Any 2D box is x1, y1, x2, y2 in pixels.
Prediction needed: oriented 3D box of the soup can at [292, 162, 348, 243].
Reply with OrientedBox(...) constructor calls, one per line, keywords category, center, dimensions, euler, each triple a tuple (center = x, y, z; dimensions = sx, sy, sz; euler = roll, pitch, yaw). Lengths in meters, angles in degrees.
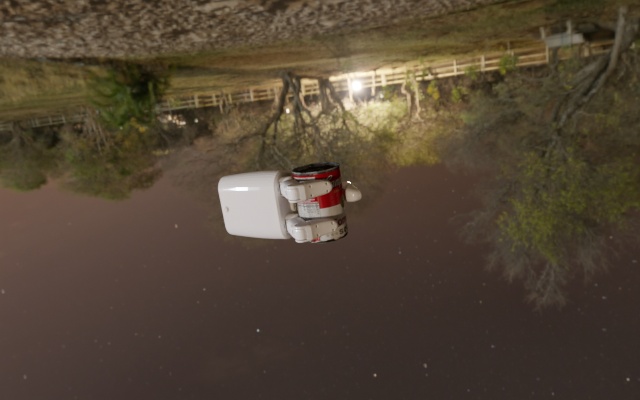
OrientedBox(category="soup can", center=(0.001, 0.002, 0.677), dimensions=(0.068, 0.102, 0.068), euler=(-8, 14, 2))
